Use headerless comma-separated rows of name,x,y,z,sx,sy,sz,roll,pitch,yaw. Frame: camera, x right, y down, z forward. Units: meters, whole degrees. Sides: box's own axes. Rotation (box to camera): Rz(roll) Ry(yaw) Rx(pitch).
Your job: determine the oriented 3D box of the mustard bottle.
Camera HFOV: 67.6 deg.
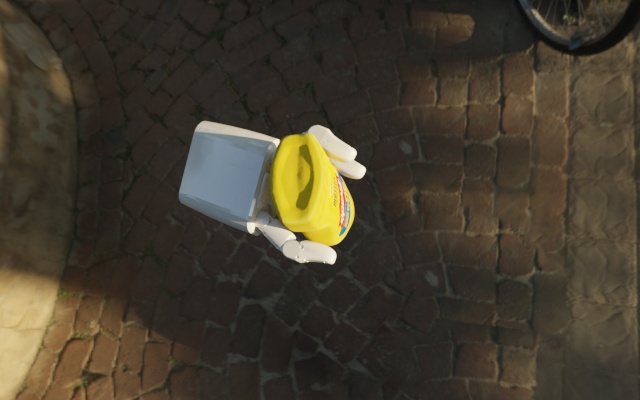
mustard bottle,0.000,0.002,0.550,0.058,0.096,0.192,-6,-17,14
